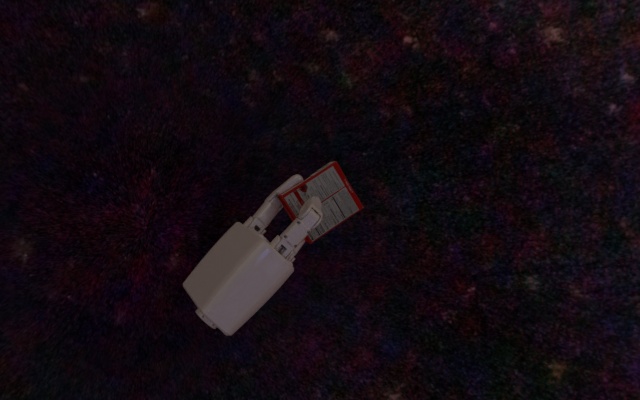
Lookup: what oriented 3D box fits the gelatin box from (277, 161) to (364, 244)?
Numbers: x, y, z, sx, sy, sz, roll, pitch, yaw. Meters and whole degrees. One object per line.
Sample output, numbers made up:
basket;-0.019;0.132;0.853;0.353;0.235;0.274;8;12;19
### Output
gelatin box;0.000;0.002;0.624;0.089;0.073;0.030;-34;11;-10
